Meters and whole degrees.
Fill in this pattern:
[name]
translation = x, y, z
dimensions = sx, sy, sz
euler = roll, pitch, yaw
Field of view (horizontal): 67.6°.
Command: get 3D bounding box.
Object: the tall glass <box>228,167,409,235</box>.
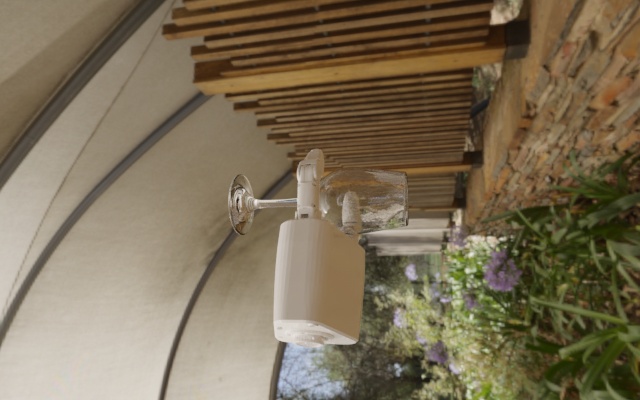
[tall glass]
translation = -0.001, 0.002, 0.558
dimensions = 0.201, 0.079, 0.079
euler = -2, -1, 14
